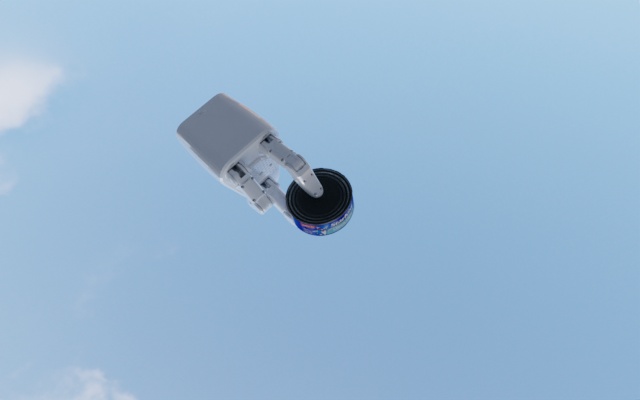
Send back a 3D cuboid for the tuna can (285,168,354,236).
[{"bbox_3d":[0.000,0.002,0.613,0.086,0.086,0.034,0,-33,10],"label":"tuna can"}]
